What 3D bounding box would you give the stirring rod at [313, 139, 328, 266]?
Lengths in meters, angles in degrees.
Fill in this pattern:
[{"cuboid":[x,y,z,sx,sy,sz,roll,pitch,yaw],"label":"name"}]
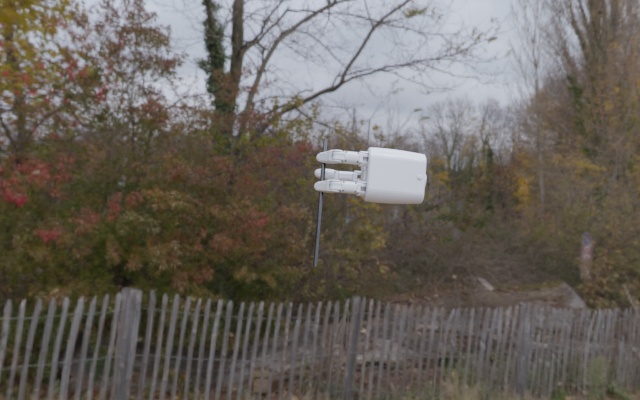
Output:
[{"cuboid":[0.000,0.003,0.898,0.011,0.239,0.011,5,-4,0],"label":"stirring rod"}]
